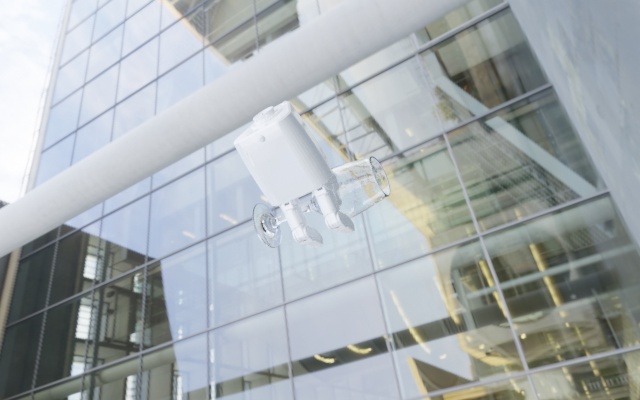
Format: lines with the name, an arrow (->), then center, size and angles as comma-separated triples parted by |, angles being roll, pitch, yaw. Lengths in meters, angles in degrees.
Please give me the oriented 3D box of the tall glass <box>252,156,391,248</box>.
tall glass -> 0.000, 0.003, 0.707 | 0.201, 0.079, 0.079 | -23, -9, 22
